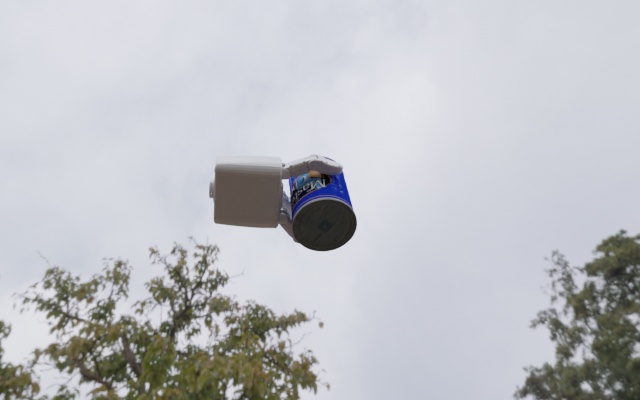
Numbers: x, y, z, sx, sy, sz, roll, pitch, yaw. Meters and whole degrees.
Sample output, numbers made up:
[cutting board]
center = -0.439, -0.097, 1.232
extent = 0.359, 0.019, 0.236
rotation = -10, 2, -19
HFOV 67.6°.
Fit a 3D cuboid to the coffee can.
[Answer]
[coffee can]
center = 0.000, 0.003, 0.806
extent = 0.103, 0.103, 0.140
rotation = 0, 34, -7
